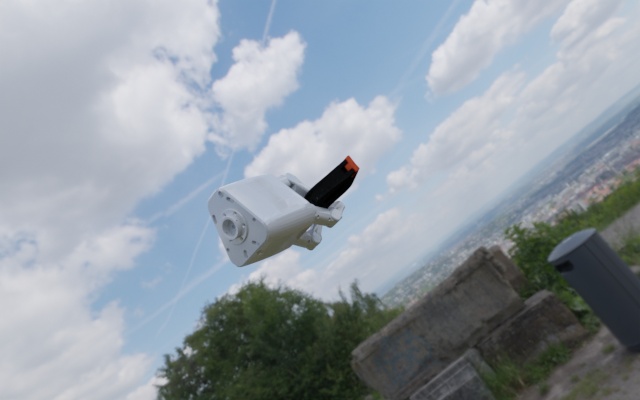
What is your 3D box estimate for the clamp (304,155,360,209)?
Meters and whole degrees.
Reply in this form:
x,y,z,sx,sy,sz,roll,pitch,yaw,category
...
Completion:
x,y,z,sx,sy,sz,roll,pitch,yaw,category
0.000,0.002,0.782,0.210,0.036,0.164,-47,-14,33,clamp
